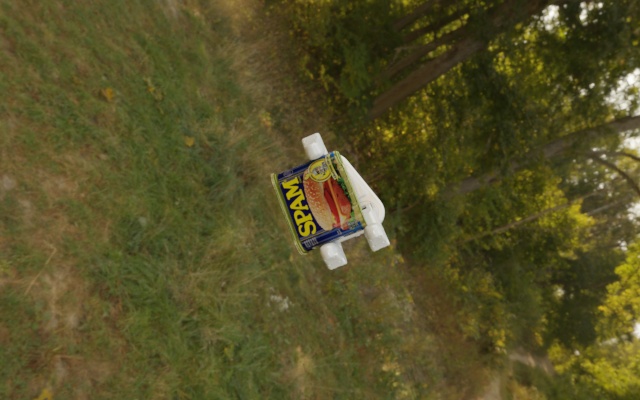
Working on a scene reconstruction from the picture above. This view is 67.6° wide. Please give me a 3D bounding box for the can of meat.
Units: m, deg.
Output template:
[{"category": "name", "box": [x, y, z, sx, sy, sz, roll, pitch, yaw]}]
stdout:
[{"category": "can of meat", "box": [0.000, 0.002, 0.561, 0.084, 0.102, 0.057, -22, -10, 6]}]
